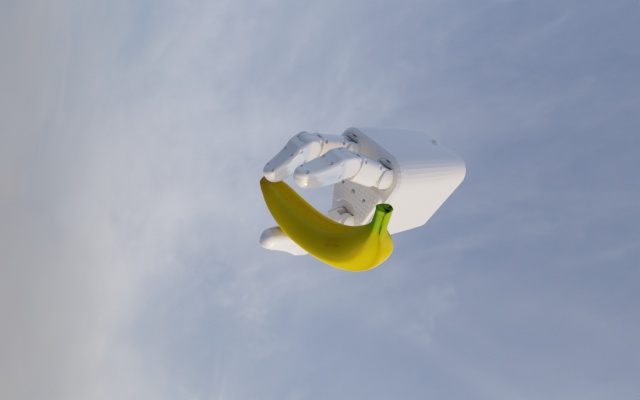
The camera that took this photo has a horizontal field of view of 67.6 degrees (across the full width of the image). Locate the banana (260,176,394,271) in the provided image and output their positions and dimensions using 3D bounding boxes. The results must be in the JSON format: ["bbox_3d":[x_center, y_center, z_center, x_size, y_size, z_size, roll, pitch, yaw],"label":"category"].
[{"bbox_3d":[0.003,0.020,0.418,0.037,0.069,0.198,-10,14,-33],"label":"banana"}]
